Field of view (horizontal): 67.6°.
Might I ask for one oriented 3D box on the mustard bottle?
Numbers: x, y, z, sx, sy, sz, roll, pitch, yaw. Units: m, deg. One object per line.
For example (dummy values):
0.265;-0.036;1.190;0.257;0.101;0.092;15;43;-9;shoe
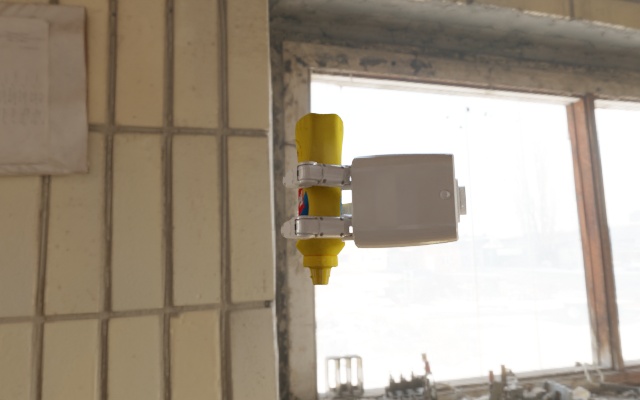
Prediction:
0.000;0.002;0.557;0.058;0.191;0.096;0;-8;-9;mustard bottle
